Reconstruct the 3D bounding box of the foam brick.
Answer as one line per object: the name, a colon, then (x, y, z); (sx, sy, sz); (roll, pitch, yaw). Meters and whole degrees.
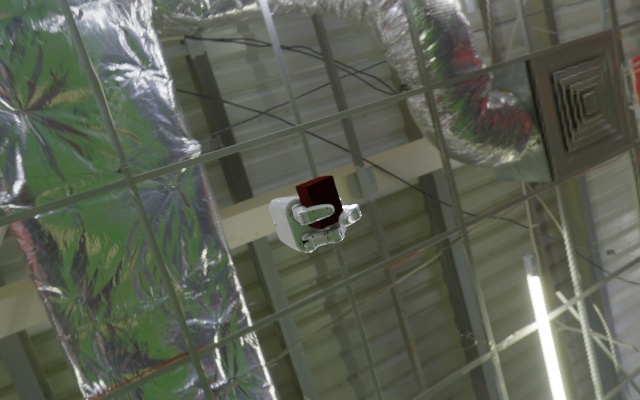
foam brick: (0.000, 0.002, 0.801); (0.053, 0.078, 0.051); (-23, 12, -21)
